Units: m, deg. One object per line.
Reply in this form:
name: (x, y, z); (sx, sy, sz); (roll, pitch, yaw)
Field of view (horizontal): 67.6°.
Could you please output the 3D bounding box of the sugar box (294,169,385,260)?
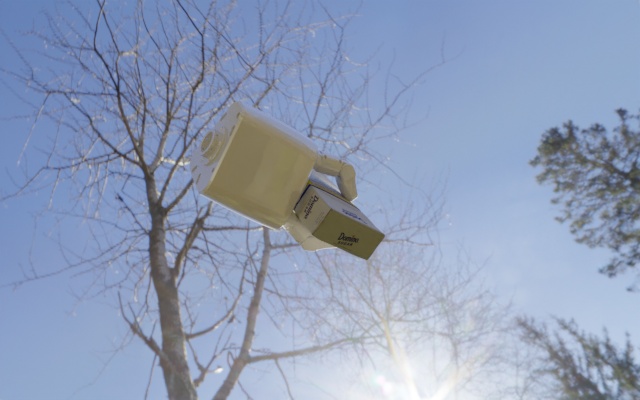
sugar box: (0.000, 0.002, 0.615); (0.093, 0.048, 0.176); (27, 15, -34)
